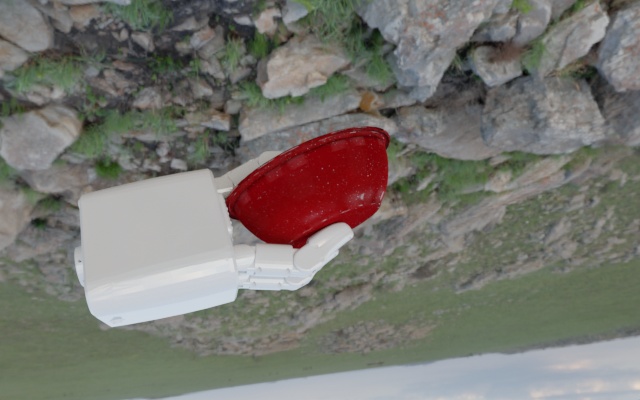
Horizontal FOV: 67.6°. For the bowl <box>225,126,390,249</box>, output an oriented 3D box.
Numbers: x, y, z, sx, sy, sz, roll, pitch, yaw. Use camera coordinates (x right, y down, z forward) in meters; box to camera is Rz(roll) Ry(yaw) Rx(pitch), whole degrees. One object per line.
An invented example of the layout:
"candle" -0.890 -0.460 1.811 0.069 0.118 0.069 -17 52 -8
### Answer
"bowl" 0.001 0.001 0.425 0.162 0.055 0.162 -24 -15 -7
